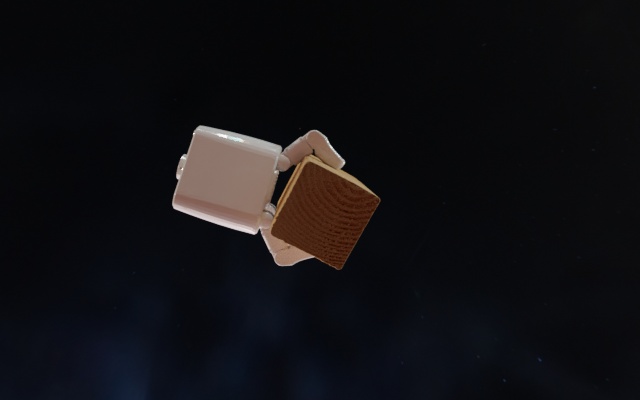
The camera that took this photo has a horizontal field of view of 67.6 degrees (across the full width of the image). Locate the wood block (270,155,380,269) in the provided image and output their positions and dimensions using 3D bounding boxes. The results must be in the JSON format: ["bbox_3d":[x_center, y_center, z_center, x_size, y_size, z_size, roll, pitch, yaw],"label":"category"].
[{"bbox_3d":[0.000,0.001,0.601,0.090,0.091,0.206,28,6,-6],"label":"wood block"}]
